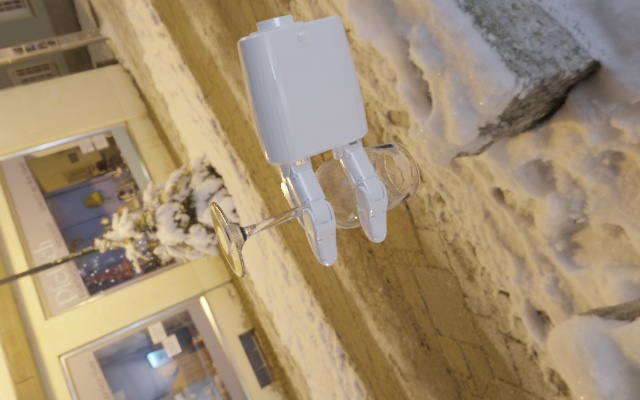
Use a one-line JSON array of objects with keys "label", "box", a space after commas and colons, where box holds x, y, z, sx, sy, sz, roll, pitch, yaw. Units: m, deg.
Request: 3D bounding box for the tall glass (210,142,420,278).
[{"label": "tall glass", "box": [-0.001, 0.002, 0.469, 0.201, 0.079, 0.079, -22, 8, -22]}]
